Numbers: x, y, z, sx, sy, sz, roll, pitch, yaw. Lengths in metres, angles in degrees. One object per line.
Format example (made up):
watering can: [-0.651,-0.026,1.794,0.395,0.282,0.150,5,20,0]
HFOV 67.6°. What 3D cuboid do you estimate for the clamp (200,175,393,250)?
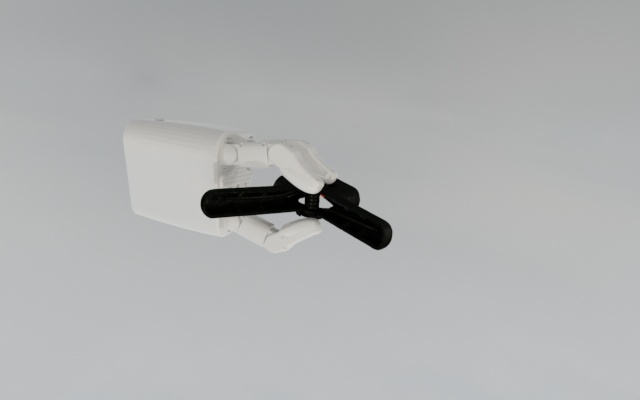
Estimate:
clamp: [0.000,0.002,0.482,0.164,0.036,0.210,13,13,13]
